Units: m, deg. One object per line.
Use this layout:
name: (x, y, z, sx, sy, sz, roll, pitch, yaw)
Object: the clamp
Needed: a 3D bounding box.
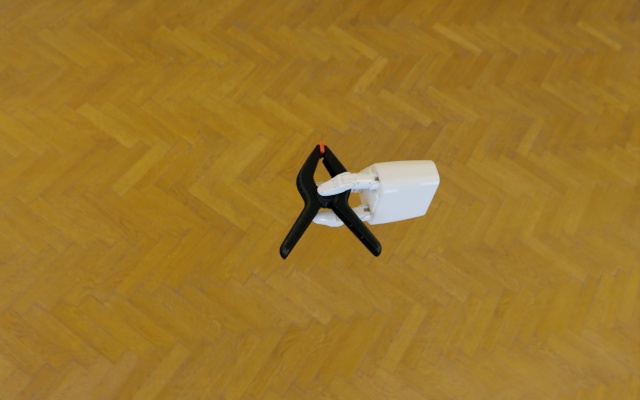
clamp: (0.000, 0.002, 0.783, 0.164, 0.210, 0.036, -6, -23, -17)
